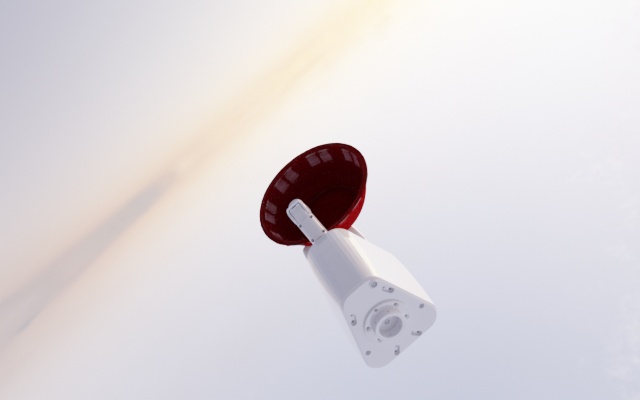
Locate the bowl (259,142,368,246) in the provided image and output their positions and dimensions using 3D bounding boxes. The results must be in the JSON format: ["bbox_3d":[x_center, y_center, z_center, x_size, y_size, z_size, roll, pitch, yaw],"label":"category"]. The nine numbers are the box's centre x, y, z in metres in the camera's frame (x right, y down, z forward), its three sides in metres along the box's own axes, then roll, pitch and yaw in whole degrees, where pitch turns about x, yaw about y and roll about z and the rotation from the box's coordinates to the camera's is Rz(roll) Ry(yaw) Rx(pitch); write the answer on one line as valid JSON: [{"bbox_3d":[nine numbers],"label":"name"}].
[{"bbox_3d":[0.000,0.001,0.630,0.162,0.162,0.055,0,-34,37],"label":"bowl"}]
